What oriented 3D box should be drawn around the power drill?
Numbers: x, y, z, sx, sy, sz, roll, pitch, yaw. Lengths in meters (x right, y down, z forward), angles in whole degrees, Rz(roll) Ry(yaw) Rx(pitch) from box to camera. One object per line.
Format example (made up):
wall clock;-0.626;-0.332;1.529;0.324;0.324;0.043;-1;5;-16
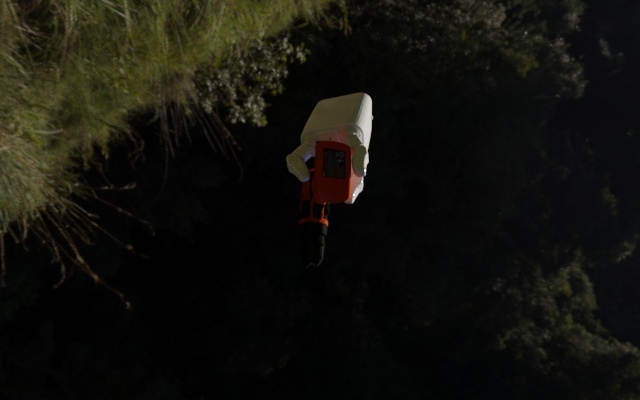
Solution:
power drill;0.000;0.002;0.790;0.057;0.184;0.188;5;-25;-12
